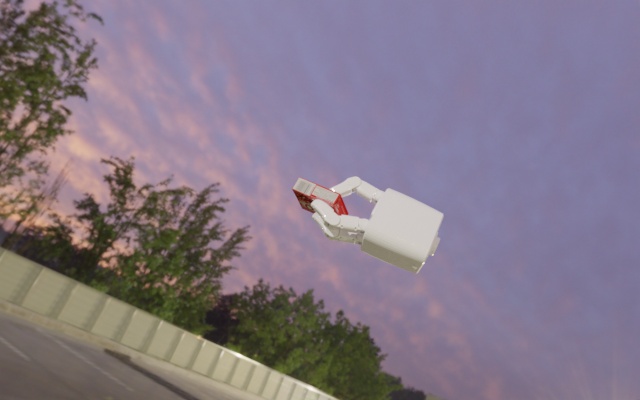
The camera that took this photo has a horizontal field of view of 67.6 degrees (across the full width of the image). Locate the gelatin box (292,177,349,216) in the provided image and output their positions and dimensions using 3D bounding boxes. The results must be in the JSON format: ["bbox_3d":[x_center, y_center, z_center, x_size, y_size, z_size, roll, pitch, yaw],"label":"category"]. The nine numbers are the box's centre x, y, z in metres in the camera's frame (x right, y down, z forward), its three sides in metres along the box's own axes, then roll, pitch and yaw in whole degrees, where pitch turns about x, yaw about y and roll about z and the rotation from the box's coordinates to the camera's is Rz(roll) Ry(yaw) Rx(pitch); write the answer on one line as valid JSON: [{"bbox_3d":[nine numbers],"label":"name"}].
[{"bbox_3d":[0.000,0.002,0.840,0.089,0.030,0.073,23,-21,25],"label":"gelatin box"}]
